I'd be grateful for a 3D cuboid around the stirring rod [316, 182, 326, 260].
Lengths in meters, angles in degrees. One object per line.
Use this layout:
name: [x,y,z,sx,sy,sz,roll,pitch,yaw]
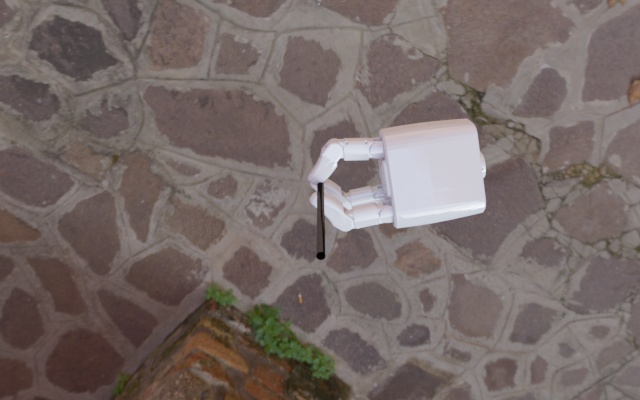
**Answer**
stirring rod: [0.000,0.002,0.518,0.011,0.011,0.239,0,22,0]
